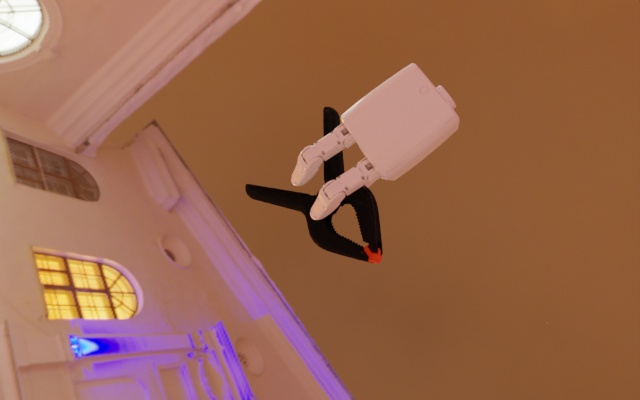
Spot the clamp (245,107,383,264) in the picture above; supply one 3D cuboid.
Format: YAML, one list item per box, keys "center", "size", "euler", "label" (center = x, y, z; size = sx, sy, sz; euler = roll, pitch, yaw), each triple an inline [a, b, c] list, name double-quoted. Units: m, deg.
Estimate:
- center: [0.001, 0.002, 0.608]
  size: [0.164, 0.210, 0.036]
  euler: [-37, -26, 13]
  label: "clamp"
